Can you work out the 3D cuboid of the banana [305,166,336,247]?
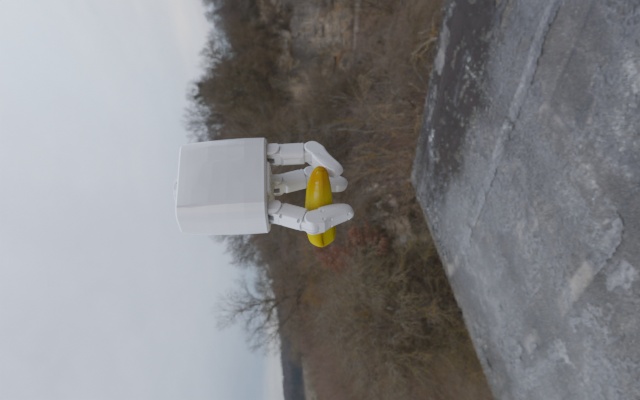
[{"bbox_3d":[0.000,0.021,0.629,0.037,0.069,0.198,0,-18,4],"label":"banana"}]
